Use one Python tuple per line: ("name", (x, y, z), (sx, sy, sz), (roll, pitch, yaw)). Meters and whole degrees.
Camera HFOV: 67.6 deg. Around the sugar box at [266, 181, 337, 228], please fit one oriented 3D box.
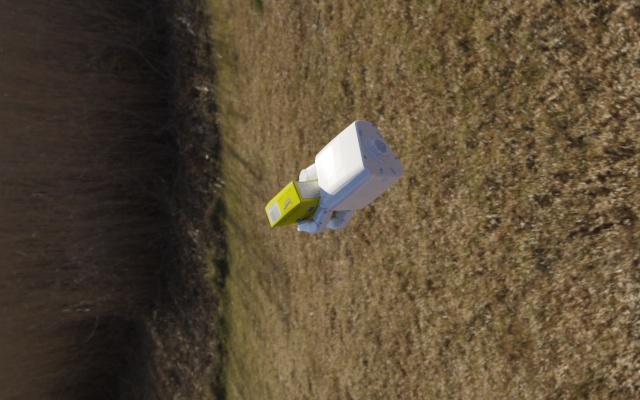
("sugar box", (0.000, 0.003, 0.839), (0.176, 0.048, 0.093), (-2, -27, -41))
